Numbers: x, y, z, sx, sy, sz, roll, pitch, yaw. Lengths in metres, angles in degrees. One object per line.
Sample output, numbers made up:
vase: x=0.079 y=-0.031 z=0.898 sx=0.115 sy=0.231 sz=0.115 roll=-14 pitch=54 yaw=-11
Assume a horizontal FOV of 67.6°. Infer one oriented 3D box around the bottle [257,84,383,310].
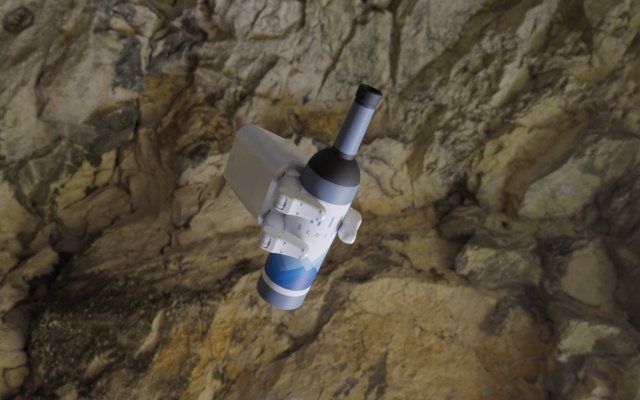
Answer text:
bottle: x=0.000 y=0.002 z=0.573 sx=0.069 sy=0.296 sz=0.069 roll=19 pitch=27 yaw=-10
